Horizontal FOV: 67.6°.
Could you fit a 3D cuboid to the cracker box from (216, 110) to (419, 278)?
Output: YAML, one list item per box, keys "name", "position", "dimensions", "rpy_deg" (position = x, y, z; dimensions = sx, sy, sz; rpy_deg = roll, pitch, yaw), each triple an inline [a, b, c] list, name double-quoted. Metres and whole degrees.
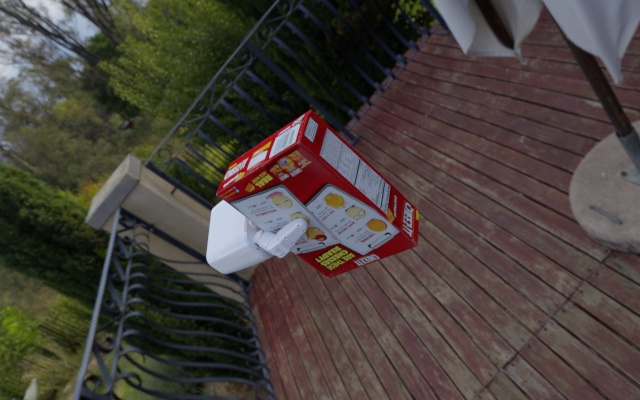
- name: "cracker box"
  position: [0.000, 0.002, 0.625]
  dimensions: [0.214, 0.072, 0.164]
  rpy_deg: [39, -45, -26]
